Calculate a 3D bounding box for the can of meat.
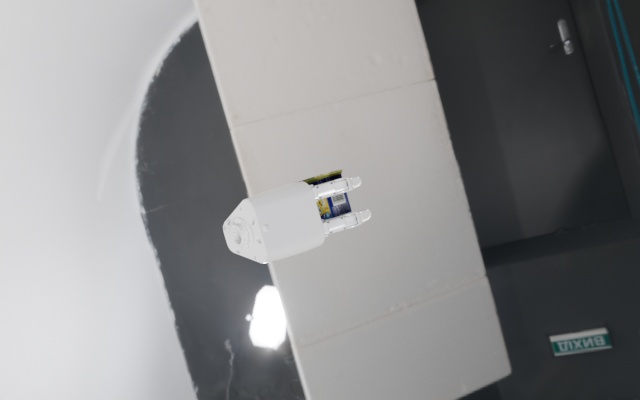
[{"bbox_3d":[0.000,0.003,0.778,0.057,0.084,0.102,-16,1,-43],"label":"can of meat"}]
